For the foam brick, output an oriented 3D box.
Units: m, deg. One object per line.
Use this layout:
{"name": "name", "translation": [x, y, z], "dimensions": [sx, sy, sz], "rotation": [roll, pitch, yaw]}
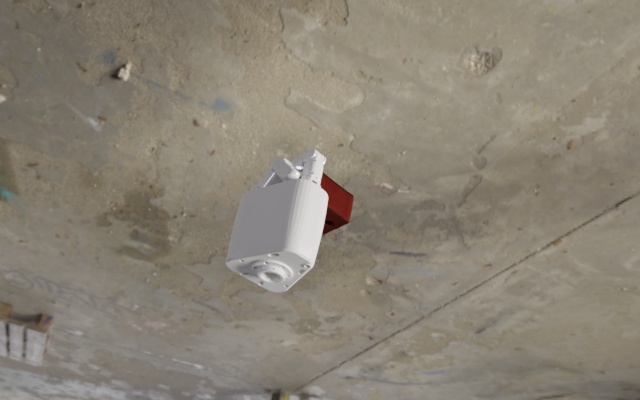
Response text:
{"name": "foam brick", "translation": [0.000, 0.002, 0.670], "dimensions": [0.078, 0.051, 0.053], "rotation": [36, -45, -29]}
